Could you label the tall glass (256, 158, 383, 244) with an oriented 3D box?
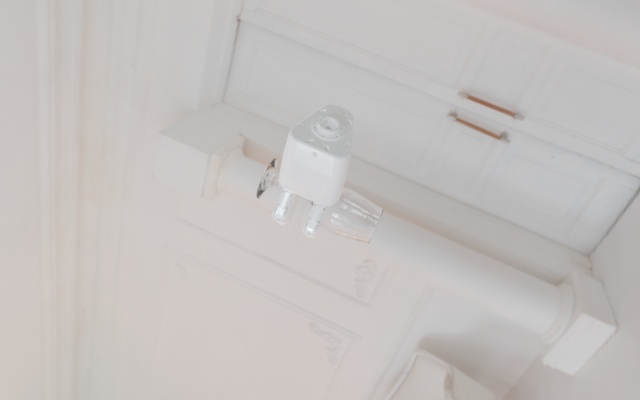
[{"bbox_3d":[-0.001,0.002,0.788,0.201,0.079,0.079,24,3,7],"label":"tall glass"}]
